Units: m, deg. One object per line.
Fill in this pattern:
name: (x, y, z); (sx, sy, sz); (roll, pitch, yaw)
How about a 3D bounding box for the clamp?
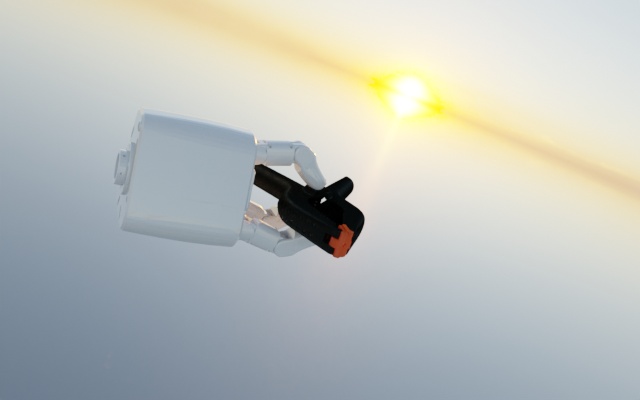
clamp: (0.000, 0.001, 0.535); (0.164, 0.036, 0.210); (7, 21, -28)
